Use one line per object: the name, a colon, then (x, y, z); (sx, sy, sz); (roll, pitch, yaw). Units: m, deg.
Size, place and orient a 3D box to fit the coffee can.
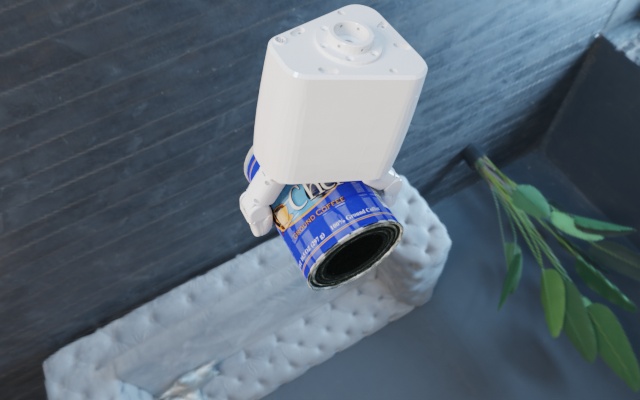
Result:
coffee can: (0.000, 0.002, 0.469); (0.103, 0.140, 0.103); (-25, -29, -15)
